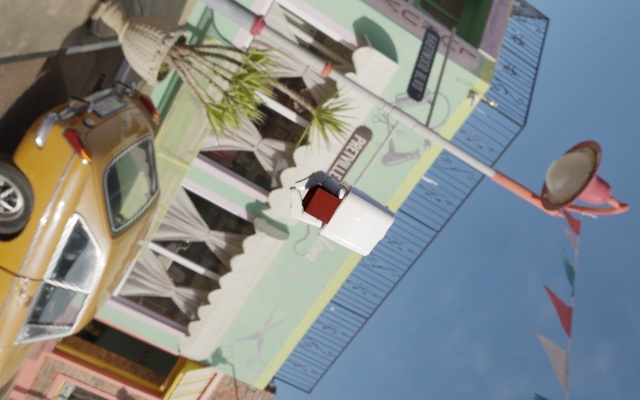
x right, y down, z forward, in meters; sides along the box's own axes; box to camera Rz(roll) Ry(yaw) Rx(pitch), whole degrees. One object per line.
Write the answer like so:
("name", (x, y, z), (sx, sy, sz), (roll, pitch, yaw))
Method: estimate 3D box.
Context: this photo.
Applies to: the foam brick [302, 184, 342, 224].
("foam brick", (0.000, 0.003, 0.885), (0.051, 0.053, 0.078), (30, 6, -11))
